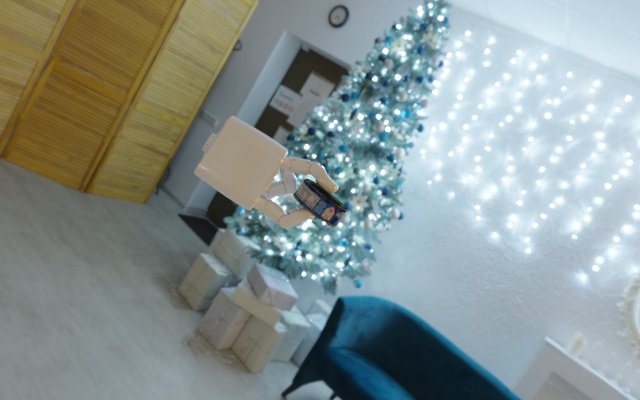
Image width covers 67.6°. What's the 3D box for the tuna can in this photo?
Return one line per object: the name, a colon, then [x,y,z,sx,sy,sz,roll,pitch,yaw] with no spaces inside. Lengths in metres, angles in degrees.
tuna can: [0.001,0.002,0.759,0.086,0.034,0.086,37,8,-6]
